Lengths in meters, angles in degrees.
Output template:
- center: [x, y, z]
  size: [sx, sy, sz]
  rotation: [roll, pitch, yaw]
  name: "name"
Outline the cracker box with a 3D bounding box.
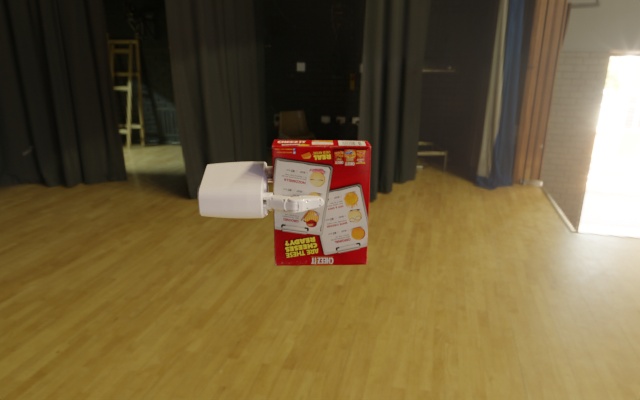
- center: [0.000, 0.003, 0.831]
  size: [0.164, 0.214, 0.072]
  rotation: [0, 18, -1]
  name: "cracker box"
